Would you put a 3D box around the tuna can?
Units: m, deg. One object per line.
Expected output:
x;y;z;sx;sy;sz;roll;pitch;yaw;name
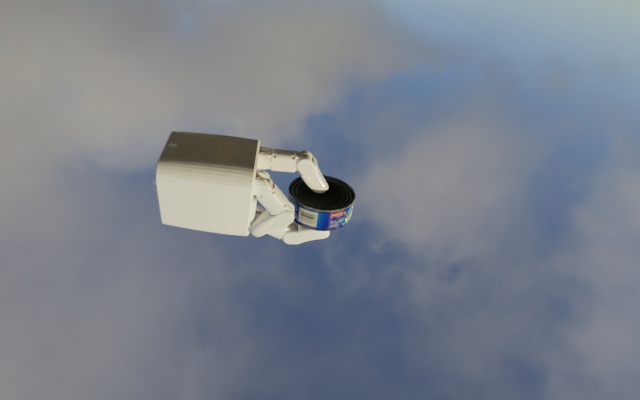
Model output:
0.000;0.003;0.615;0.086;0.034;0.086;6;33;-4;tuna can
